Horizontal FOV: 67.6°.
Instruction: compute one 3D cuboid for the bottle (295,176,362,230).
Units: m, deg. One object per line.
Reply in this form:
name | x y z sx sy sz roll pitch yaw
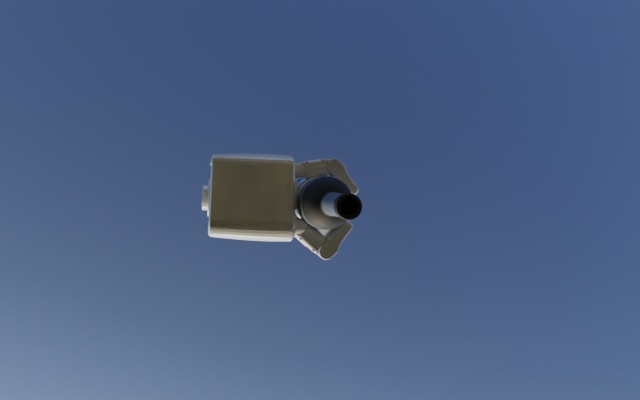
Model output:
bottle | 0.000 0.002 0.627 0.069 0.069 0.295 0 2 -11
